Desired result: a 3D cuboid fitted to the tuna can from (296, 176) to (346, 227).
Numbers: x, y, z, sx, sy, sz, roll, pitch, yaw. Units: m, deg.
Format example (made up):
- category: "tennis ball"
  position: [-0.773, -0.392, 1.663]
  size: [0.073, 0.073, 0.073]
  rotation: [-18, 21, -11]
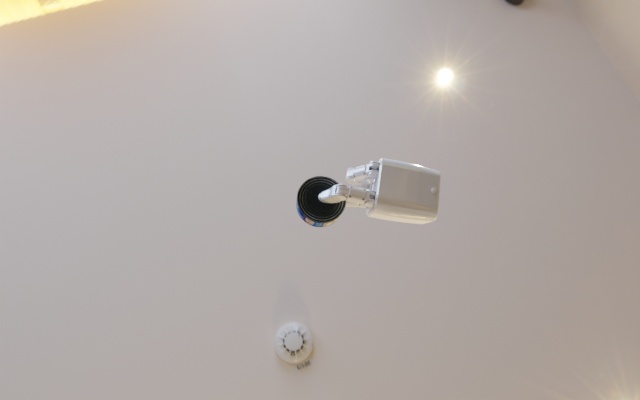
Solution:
- category: "tuna can"
  position: [0.000, 0.003, 0.836]
  size: [0.086, 0.086, 0.034]
  rotation: [0, -20, -8]
